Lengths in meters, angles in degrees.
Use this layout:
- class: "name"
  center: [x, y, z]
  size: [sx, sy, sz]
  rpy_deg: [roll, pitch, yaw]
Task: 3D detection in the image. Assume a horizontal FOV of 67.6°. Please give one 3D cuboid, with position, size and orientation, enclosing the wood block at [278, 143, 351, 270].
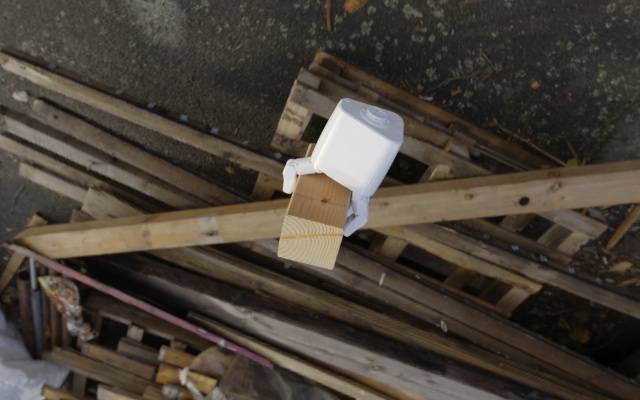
- class: "wood block"
  center: [0.000, 0.002, 0.791]
  size: [0.091, 0.090, 0.206]
  rpy_deg: [14, 38, 1]
